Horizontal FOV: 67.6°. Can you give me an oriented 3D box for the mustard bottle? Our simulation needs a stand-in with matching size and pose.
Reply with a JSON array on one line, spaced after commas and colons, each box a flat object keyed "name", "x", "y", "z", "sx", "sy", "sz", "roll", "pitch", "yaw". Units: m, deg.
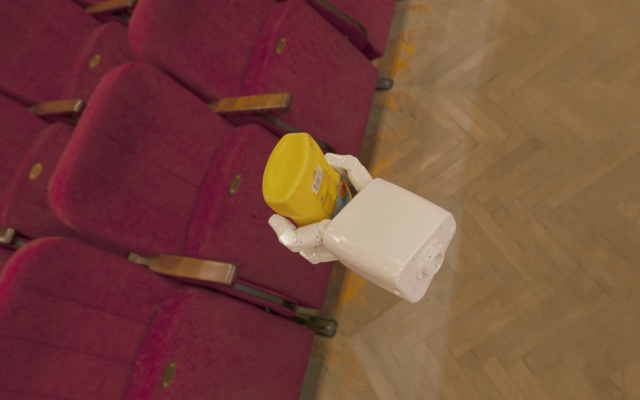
[{"name": "mustard bottle", "x": 0.000, "y": 0.002, "z": 0.619, "sx": 0.058, "sy": 0.096, "sz": 0.192, "roll": 0, "pitch": -27, "yaw": 29}]
